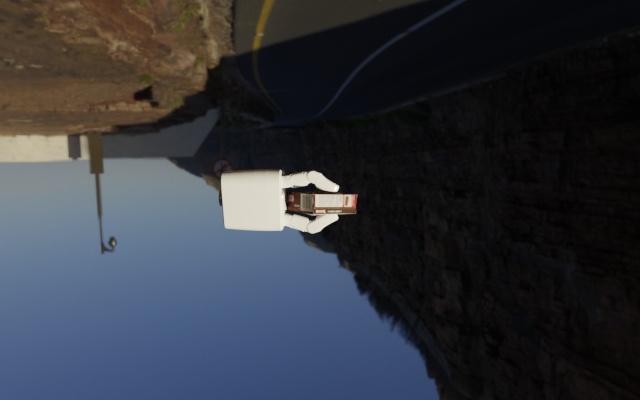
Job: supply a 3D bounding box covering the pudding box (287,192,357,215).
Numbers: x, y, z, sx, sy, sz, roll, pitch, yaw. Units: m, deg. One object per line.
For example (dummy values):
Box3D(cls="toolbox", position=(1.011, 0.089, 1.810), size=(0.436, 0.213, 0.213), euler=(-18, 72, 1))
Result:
Box3D(cls="pudding box", position=(0.000, 0.003, 0.868), size=(0.090, 0.039, 0.113), euler=(-1, 5, -28))
